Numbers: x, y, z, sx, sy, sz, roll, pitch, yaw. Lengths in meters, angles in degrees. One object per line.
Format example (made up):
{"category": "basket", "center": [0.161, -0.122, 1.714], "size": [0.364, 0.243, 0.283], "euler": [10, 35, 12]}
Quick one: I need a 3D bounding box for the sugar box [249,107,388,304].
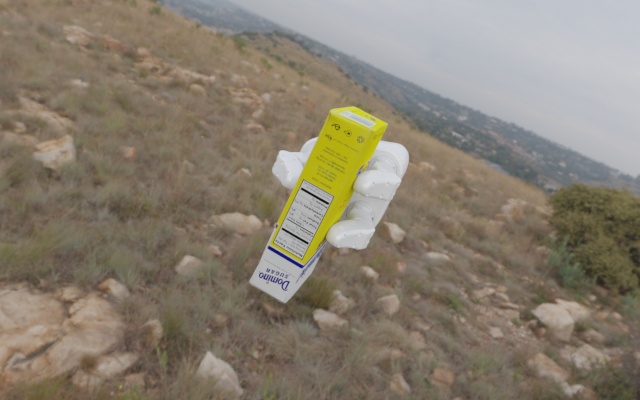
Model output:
{"category": "sugar box", "center": [0.001, 0.002, 0.446], "size": [0.048, 0.176, 0.093], "euler": [27, 18, 9]}
